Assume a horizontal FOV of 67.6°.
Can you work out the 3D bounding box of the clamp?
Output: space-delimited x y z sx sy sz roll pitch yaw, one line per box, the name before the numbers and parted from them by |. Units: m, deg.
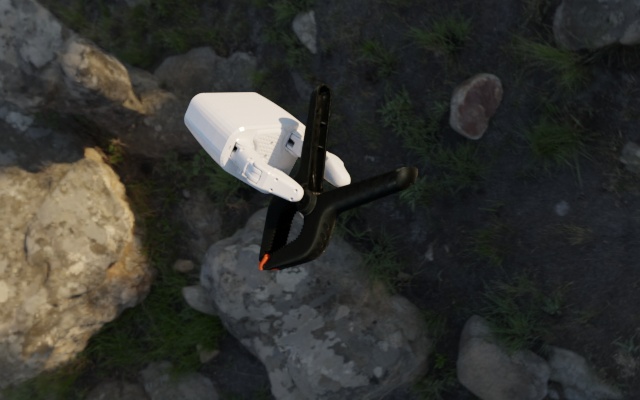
clamp | -0.001 0.002 0.502 0.036 0.210 0.164 11 25 -46
